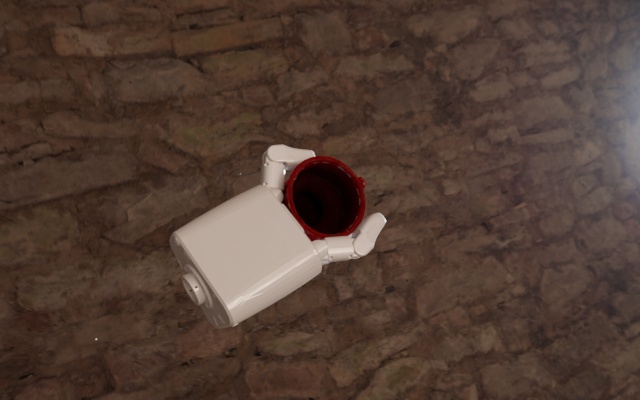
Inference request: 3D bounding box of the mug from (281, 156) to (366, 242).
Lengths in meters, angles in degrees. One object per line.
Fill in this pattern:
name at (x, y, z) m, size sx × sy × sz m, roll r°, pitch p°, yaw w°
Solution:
mug at (0.001, 0.001, 0.548) m, size 0.117 × 0.093 × 0.081 m, roll -28°, pitch -2°, yaw -30°
